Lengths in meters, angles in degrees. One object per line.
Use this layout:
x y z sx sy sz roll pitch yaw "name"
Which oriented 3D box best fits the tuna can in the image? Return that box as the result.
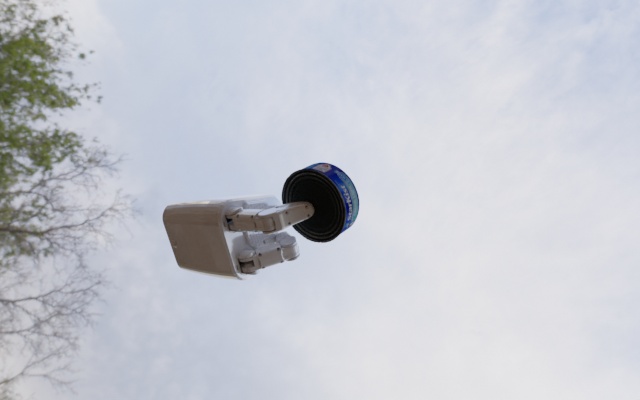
0.000 0.002 0.532 0.086 0.086 0.033 0 19 37 "tuna can"
